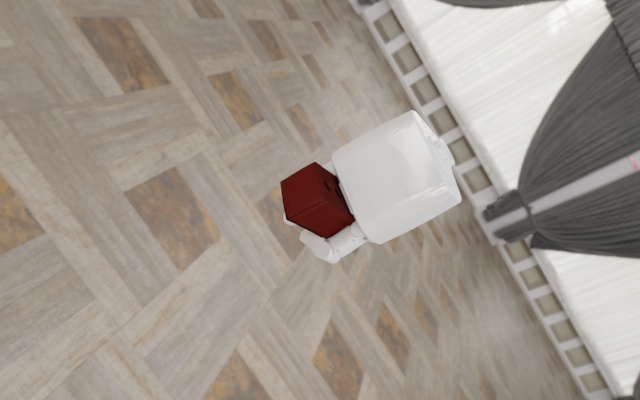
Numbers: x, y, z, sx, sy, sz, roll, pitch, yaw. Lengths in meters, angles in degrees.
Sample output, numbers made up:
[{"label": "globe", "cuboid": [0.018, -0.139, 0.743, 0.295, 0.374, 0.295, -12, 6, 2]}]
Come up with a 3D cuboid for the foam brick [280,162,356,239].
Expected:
[{"label": "foam brick", "cuboid": [0.000, 0.002, 0.537, 0.051, 0.053, 0.078, -28, -34, 23]}]
